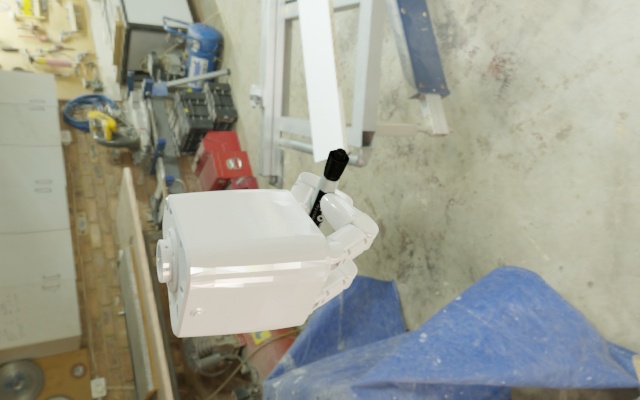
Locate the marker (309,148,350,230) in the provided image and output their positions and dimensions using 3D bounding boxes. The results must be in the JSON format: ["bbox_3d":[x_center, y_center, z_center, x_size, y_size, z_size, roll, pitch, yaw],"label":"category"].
[{"bbox_3d":[0.000,0.001,0.445,0.020,0.121,0.020,13,40,-11],"label":"marker"}]
